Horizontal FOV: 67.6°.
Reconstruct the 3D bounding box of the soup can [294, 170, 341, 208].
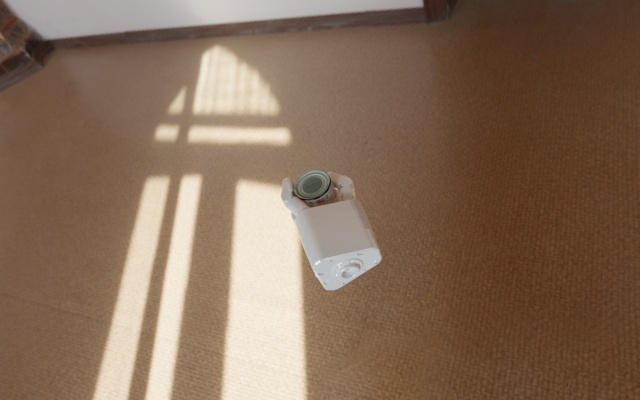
[{"bbox_3d":[0.000,0.002,0.848,0.068,0.068,0.102,0,-37,22],"label":"soup can"}]
